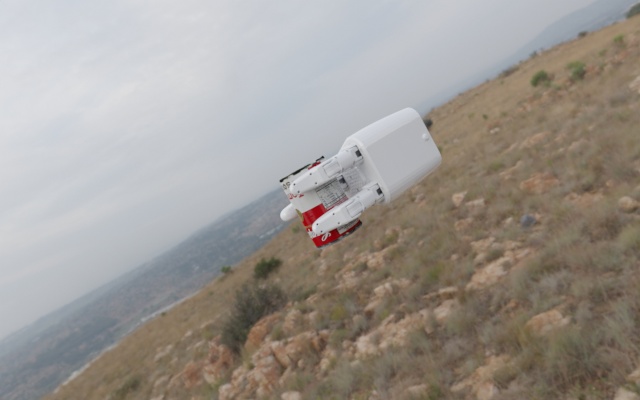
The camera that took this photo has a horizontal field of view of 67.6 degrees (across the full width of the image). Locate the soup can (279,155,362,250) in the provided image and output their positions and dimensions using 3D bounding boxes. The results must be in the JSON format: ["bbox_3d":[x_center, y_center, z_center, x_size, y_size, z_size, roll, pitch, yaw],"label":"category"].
[{"bbox_3d":[0.000,0.002,0.613,0.068,0.102,0.068,-29,5,3],"label":"soup can"}]
